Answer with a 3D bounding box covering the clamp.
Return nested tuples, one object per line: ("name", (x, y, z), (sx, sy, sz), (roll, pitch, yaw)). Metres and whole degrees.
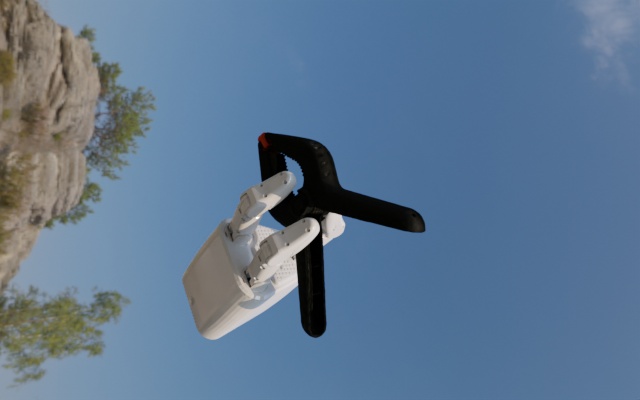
("clamp", (0.000, 0.001, 0.460), (0.036, 0.210, 0.165), (5, -40, -47))
